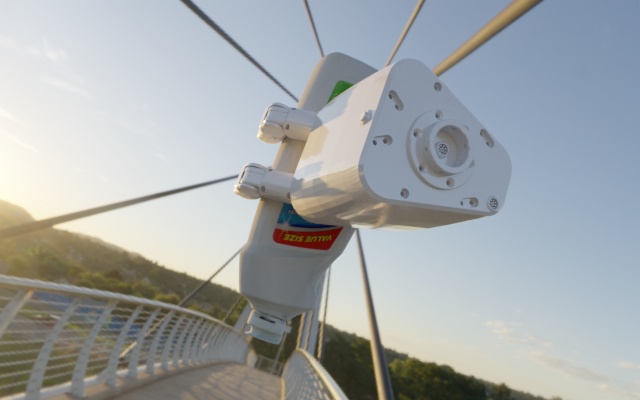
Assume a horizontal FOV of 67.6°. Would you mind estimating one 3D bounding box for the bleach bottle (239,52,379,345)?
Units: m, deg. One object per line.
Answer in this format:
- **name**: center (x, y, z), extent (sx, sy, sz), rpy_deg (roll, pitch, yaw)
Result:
- **bleach bottle**: center (0.000, 0.001, 0.421), extent (0.102, 0.250, 0.068), rpy_deg (24, -15, -18)
